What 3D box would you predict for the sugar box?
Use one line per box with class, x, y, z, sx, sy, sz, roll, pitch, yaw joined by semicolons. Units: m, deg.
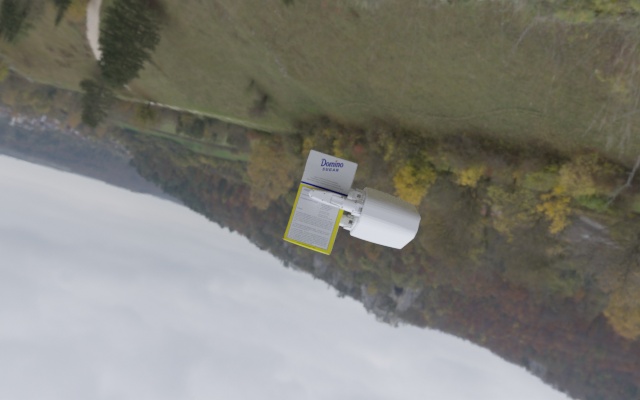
sugar box;0.000;0.003;0.891;0.093;0.176;0.048;18;-4;2
